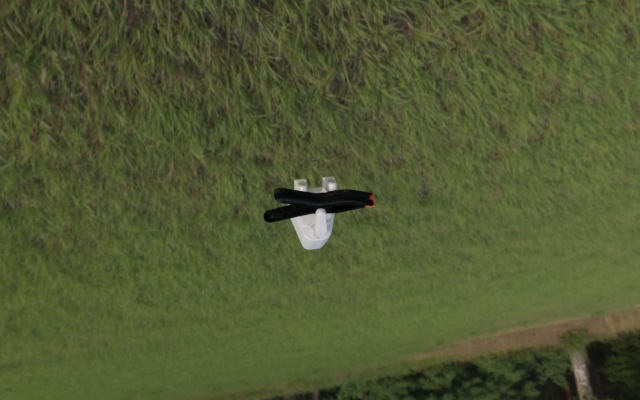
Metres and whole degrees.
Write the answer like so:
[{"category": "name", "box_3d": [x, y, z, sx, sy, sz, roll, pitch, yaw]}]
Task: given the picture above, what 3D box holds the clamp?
[{"category": "clamp", "box_3d": [0.001, 0.004, 0.876, 0.210, 0.036, 0.164, -6, -14, -8]}]
